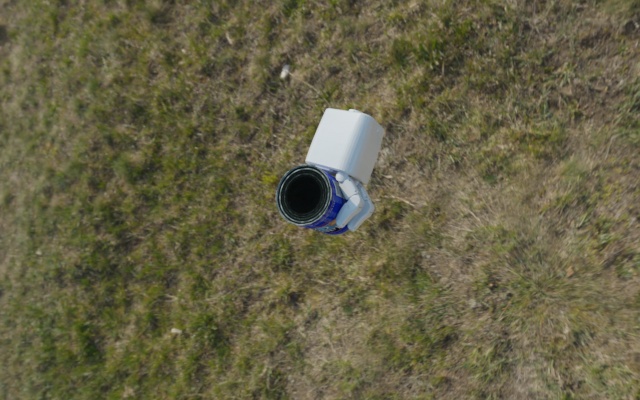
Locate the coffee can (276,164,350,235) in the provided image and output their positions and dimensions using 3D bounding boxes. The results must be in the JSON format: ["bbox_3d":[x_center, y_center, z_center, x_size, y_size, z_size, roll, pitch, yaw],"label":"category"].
[{"bbox_3d":[0.000,0.003,0.839,0.103,0.103,0.140,0,-10,25],"label":"coffee can"}]
